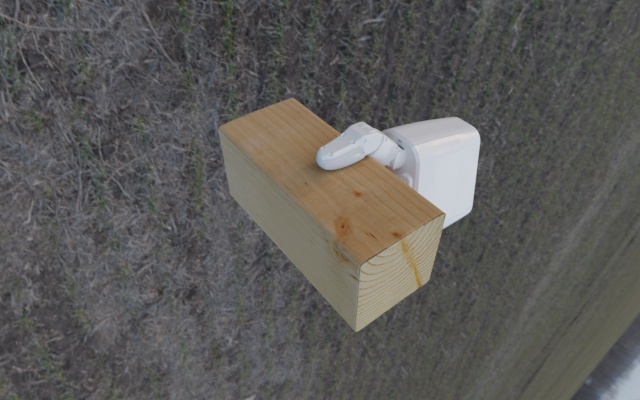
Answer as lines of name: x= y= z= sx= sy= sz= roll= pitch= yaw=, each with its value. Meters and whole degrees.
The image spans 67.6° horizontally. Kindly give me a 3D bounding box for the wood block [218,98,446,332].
wood block: x=0.000 y=0.001 z=0.436 sx=0.090 sy=0.091 sz=0.206 roll=-28 pitch=50 yaw=-26
